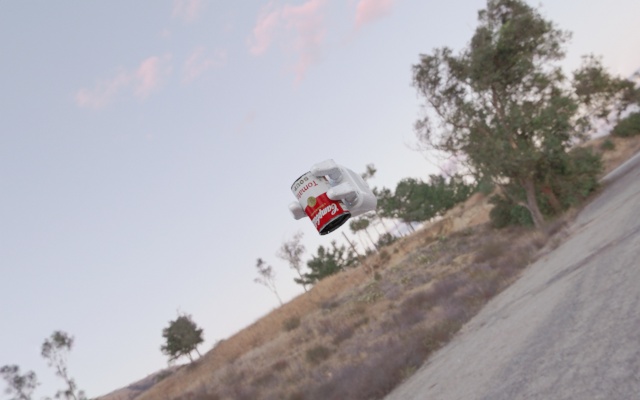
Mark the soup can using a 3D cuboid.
[{"bbox_3d":[0.000,0.003,0.860,0.068,0.102,0.068,-30,-18,-11],"label":"soup can"}]
